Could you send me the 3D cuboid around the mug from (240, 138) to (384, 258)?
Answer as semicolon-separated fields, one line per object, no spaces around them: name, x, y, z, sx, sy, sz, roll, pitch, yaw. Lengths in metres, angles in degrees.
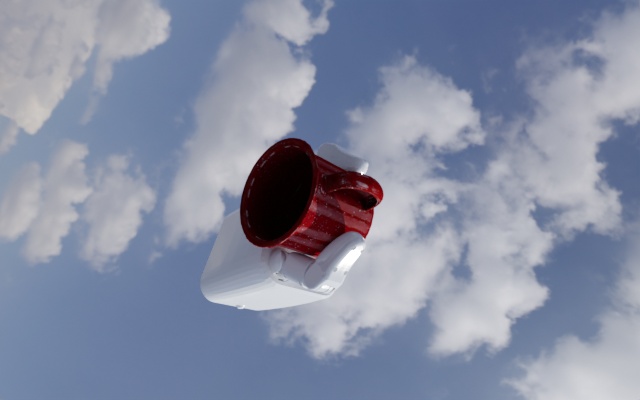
mug;0.001;0.001;0.401;0.117;0.093;0.081;-20;-31;39
